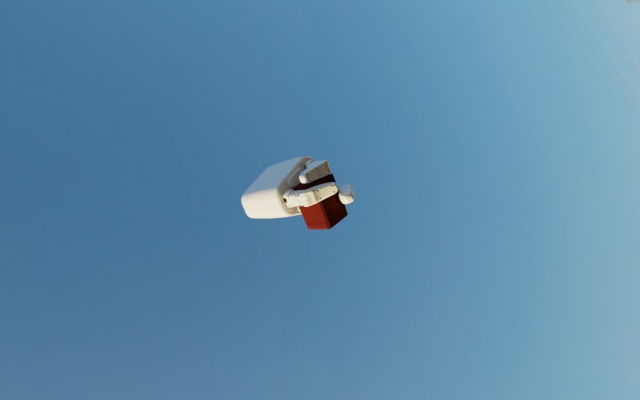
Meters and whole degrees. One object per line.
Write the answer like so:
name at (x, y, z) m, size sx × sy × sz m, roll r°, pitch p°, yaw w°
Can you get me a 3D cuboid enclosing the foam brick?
foam brick at (0.000, 0.003, 0.783) m, size 0.051 × 0.078 × 0.053 m, roll -8°, pitch 18°, yaw 44°
